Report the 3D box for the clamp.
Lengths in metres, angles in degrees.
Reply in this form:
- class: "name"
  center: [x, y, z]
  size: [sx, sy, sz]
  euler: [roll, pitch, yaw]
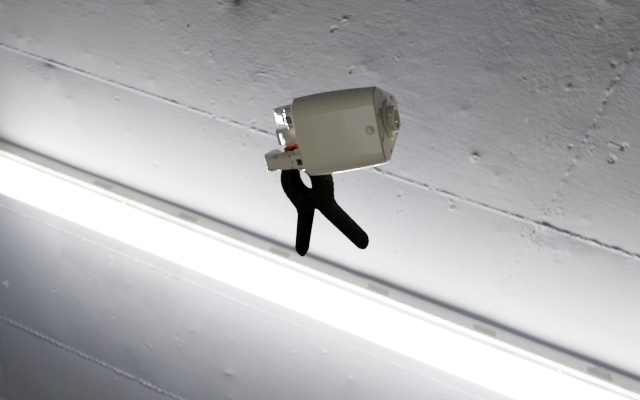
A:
- class: "clamp"
  center: [0.000, 0.002, 0.657]
  size: [0.120, 0.171, 0.039]
  euler: [-4, 24, 26]
